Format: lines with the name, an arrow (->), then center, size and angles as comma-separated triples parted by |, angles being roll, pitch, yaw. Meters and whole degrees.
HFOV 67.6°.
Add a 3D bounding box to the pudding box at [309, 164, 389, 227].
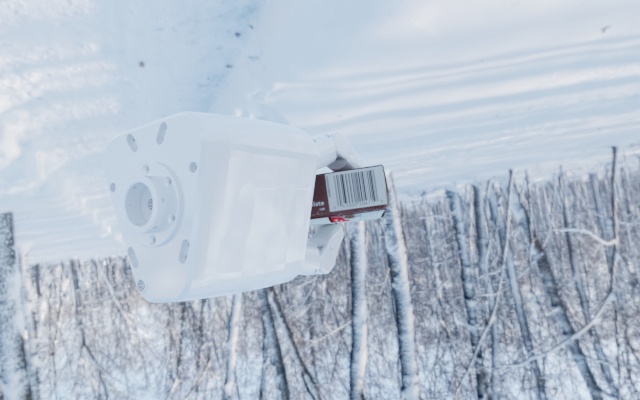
pudding box -> 0.000, 0.002, 0.413 | 0.113, 0.039, 0.090 | -6, -6, 4
